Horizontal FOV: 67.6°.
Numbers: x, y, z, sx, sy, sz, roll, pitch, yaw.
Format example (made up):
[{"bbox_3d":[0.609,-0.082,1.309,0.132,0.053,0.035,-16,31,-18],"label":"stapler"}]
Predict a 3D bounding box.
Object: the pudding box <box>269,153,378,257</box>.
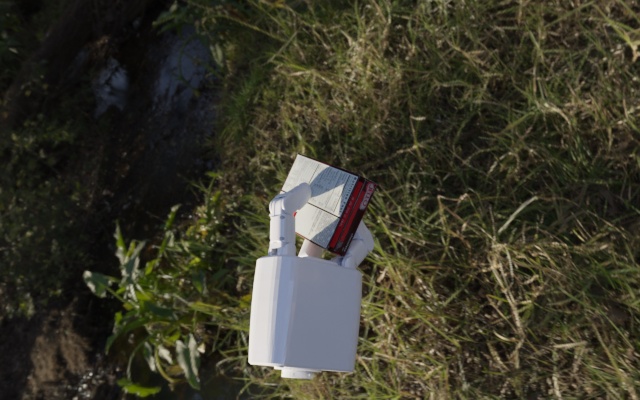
[{"bbox_3d":[0.000,0.002,0.552,0.113,0.090,0.039,25,-1,43],"label":"pudding box"}]
